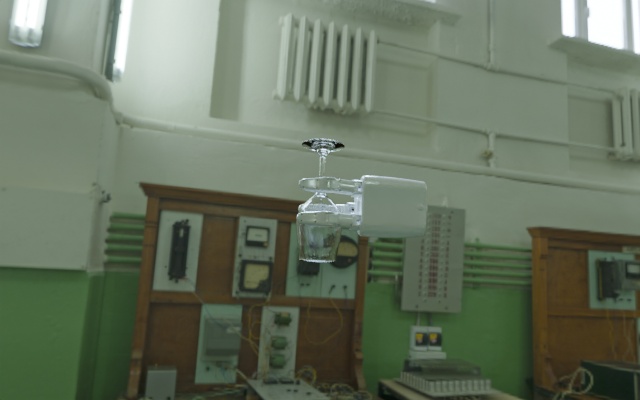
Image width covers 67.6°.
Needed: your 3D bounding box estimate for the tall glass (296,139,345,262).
[{"bbox_3d":[0.000,0.002,0.807,0.079,0.201,0.079,3,-9,0],"label":"tall glass"}]
